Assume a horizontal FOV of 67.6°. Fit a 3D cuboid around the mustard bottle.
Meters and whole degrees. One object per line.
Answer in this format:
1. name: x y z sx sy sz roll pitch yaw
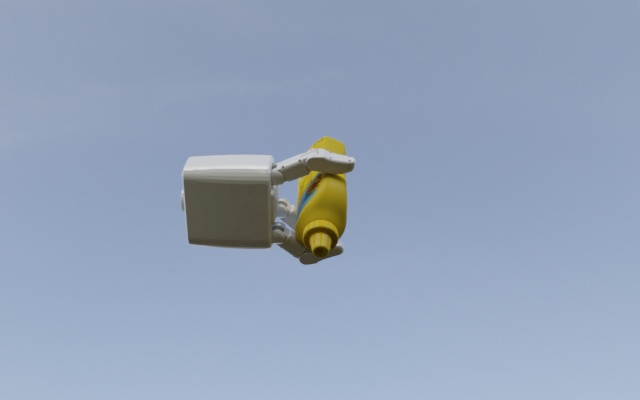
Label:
1. mustard bottle: 0.000 0.002 0.607 0.058 0.096 0.191 22 32 -14
